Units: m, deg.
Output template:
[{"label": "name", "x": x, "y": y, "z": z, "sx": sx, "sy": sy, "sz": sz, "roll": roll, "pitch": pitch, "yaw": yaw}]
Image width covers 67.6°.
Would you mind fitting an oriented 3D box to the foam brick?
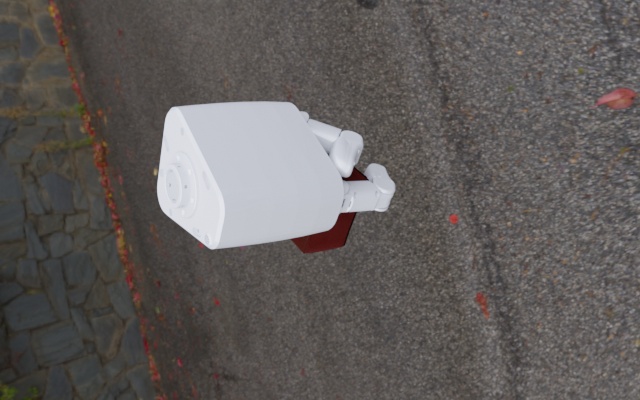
[{"label": "foam brick", "x": 0.000, "y": 0.002, "z": 0.441, "sx": 0.051, "sy": 0.078, "sz": 0.053, "roll": -9, "pitch": 39, "yaw": -39}]
